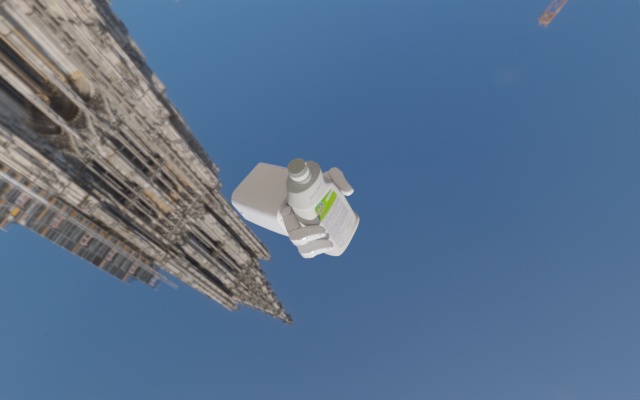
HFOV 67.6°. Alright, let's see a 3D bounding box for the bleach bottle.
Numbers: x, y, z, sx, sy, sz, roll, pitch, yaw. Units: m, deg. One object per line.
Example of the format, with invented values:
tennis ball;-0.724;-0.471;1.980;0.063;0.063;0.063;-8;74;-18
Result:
bleach bottle;0.000;0.003;0.816;0.068;0.102;0.251;17;-23;25
